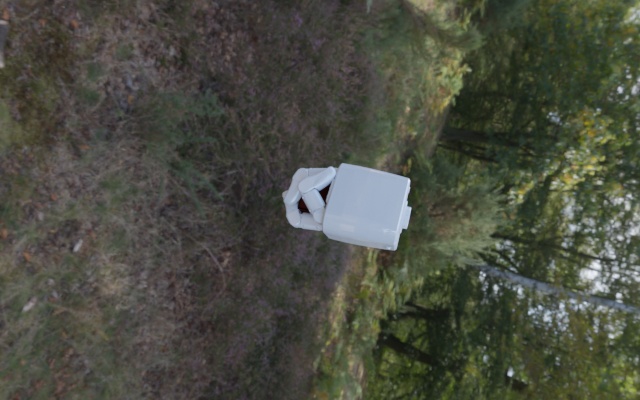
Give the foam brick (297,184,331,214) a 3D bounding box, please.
[{"bbox_3d":[0.000,0.002,0.767,0.051,0.053,0.078,11,-11,12],"label":"foam brick"}]
